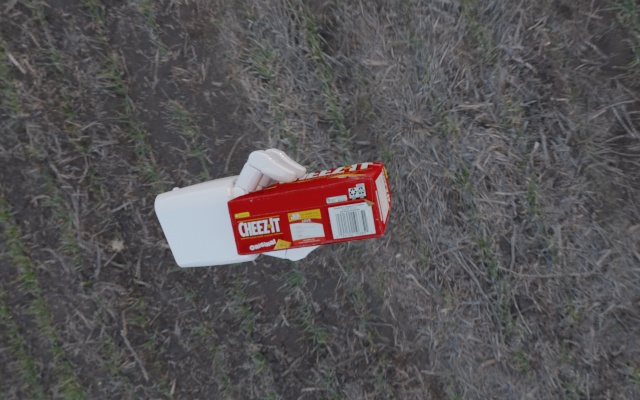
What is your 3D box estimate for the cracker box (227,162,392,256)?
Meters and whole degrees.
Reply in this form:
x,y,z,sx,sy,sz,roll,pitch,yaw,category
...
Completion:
x,y,z,sx,sy,sz,roll,pitch,yaw,category
0.000,0.002,0.604,0.164,0.072,0.213,-9,7,12,cracker box
